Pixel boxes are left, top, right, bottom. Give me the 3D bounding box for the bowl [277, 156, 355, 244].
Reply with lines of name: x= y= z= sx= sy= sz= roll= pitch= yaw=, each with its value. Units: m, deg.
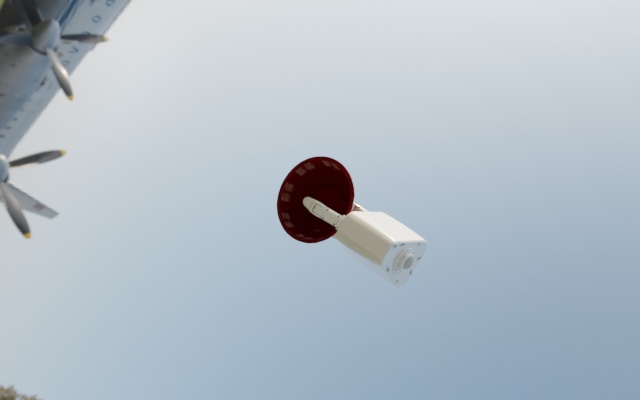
bowl: x=0.000 y=0.002 z=0.882 sx=0.162 sy=0.162 sz=0.055 roll=0 pitch=-13 yaw=30
